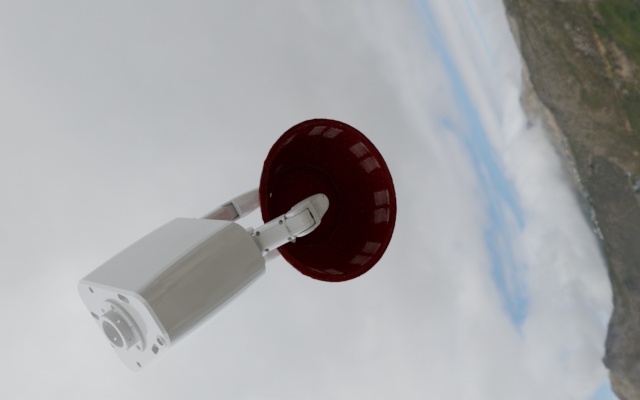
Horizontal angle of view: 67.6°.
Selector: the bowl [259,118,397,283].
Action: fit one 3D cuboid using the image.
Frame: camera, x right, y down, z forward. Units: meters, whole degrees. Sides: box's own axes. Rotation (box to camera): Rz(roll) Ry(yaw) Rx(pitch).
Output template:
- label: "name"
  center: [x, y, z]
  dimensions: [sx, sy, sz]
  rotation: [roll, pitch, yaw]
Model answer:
- label: "bowl"
  center: [0.001, 0.001, 0.487]
  dimensions: [0.162, 0.162, 0.055]
  rotation: [0, -7, -33]
